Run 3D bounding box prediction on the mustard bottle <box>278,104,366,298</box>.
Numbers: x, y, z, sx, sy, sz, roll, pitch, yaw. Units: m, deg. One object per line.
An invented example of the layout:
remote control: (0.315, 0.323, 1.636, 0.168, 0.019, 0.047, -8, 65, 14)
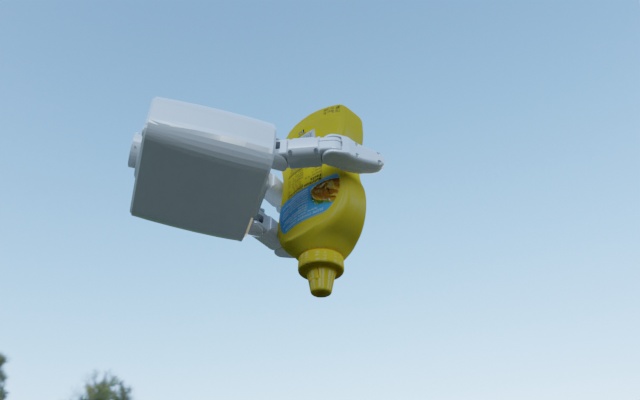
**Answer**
mustard bottle: (0.000, 0.001, 0.459, 0.096, 0.191, 0.058, -29, -46, 34)
